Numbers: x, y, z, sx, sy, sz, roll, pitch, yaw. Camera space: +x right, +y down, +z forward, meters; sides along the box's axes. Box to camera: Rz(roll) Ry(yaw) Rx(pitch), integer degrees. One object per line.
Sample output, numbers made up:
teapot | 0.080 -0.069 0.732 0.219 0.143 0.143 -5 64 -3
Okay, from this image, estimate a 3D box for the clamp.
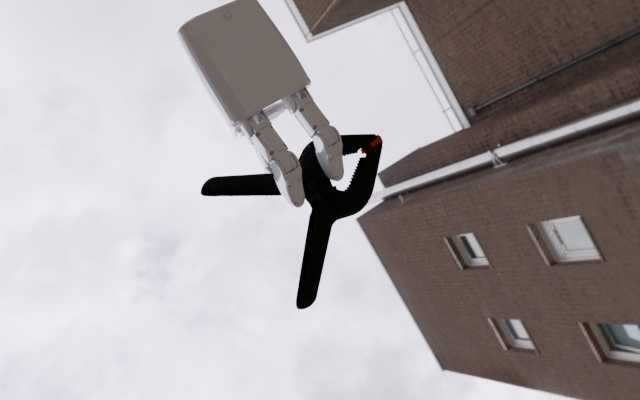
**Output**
clamp | 0.000 0.001 0.521 0.210 0.164 0.036 -35 5 -26
